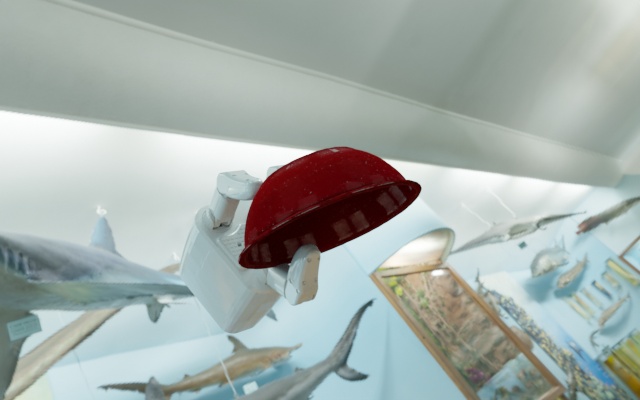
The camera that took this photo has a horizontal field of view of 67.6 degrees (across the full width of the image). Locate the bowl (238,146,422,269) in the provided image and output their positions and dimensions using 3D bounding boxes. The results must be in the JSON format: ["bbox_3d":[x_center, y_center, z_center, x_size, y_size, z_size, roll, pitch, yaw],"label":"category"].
[{"bbox_3d":[0.001,0.000,0.402,0.162,0.055,0.162,-21,-16,-6],"label":"bowl"}]
